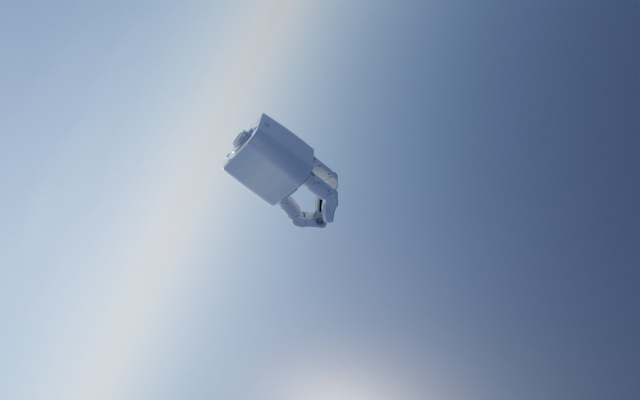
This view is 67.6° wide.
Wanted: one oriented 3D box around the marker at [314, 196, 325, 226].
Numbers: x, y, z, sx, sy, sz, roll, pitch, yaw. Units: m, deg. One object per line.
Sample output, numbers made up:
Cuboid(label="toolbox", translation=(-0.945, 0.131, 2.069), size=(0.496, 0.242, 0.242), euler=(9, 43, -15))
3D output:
Cuboid(label="marker", translation=(0.000, 0.003, 0.840), size=(0.020, 0.020, 0.121), euler=(0, 32, 1))
